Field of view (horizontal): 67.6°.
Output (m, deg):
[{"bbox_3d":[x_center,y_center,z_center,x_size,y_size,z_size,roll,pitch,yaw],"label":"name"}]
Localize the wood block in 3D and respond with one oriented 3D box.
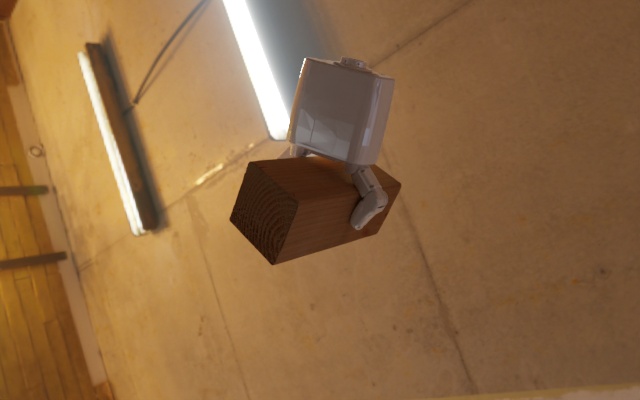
[{"bbox_3d":[0.001,0.002,0.614,0.206,0.090,0.090,-10,43,-48],"label":"wood block"}]
